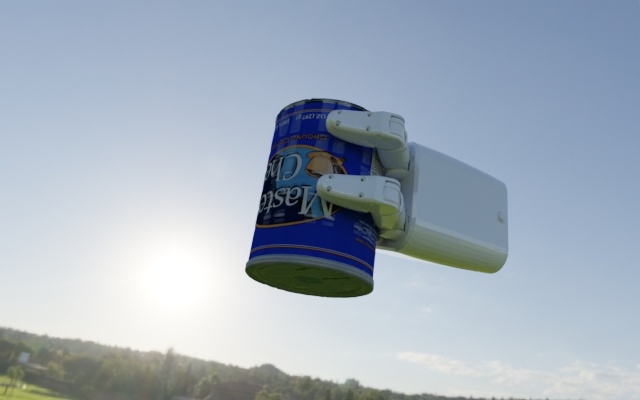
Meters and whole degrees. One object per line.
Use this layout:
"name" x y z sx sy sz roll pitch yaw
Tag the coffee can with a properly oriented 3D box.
"coffee can" 0.000 0.001 0.404 0.103 0.140 0.103 7 -23 3
